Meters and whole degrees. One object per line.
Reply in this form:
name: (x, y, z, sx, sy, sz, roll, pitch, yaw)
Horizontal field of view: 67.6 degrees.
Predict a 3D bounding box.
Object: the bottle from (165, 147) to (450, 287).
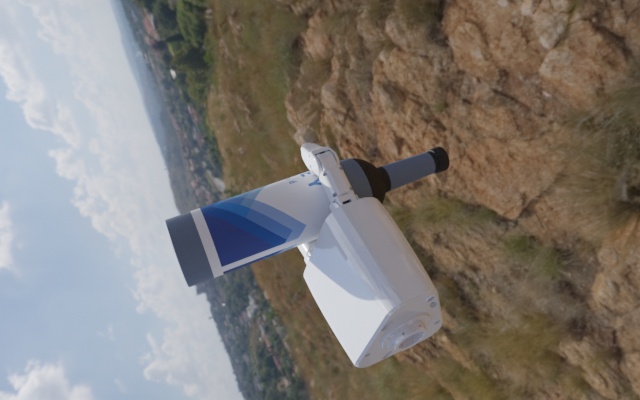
bottle: (0.000, 0.002, 0.482, 0.295, 0.069, 0.069, -20, 6, -16)
